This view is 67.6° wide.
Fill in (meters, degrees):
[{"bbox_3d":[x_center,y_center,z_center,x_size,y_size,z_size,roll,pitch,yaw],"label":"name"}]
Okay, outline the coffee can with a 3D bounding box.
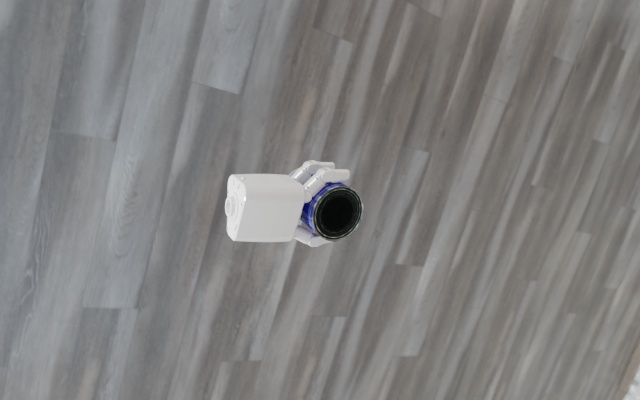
[{"bbox_3d":[0.000,0.003,0.884,0.103,0.103,0.140,0,17,-29],"label":"coffee can"}]
